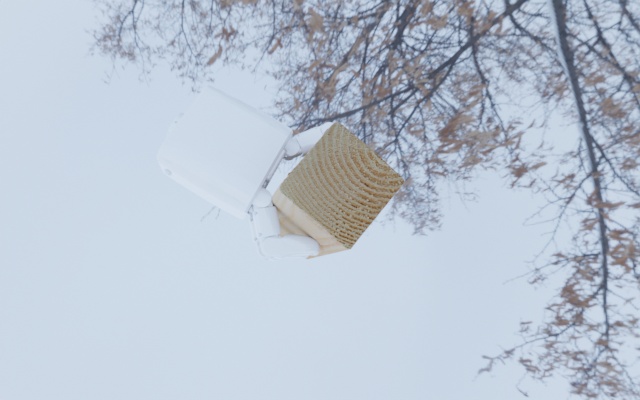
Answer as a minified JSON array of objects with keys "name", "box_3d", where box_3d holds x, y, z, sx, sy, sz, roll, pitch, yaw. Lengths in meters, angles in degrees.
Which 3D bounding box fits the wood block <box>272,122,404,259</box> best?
[{"name":"wood block","box_3d":[0.000,0.001,0.539,0.090,0.091,0.206,41,-15,-3]}]
